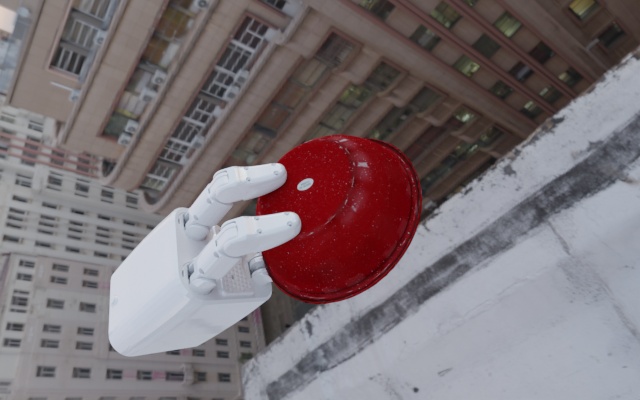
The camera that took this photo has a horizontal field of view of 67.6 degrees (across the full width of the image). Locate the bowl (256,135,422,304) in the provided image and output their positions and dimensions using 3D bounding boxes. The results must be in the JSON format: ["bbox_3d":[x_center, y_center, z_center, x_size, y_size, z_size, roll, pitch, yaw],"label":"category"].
[{"bbox_3d":[0.001,0.000,0.404,0.162,0.162,0.055,0,-28,35],"label":"bowl"}]
